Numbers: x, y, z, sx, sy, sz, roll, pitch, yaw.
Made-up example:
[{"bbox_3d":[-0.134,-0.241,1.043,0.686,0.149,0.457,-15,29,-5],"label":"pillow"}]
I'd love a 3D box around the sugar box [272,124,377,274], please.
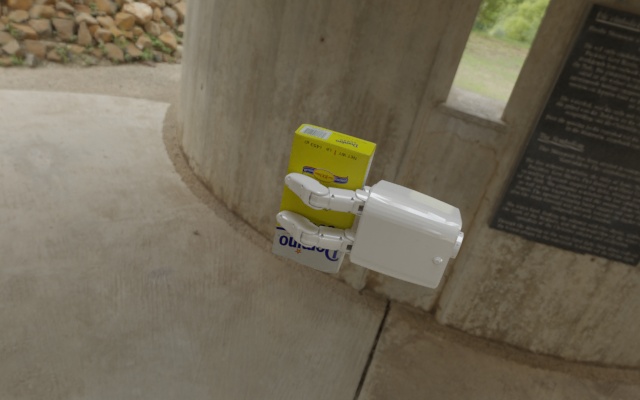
[{"bbox_3d":[0.000,0.002,0.589,0.093,0.176,0.048,18,28,9],"label":"sugar box"}]
